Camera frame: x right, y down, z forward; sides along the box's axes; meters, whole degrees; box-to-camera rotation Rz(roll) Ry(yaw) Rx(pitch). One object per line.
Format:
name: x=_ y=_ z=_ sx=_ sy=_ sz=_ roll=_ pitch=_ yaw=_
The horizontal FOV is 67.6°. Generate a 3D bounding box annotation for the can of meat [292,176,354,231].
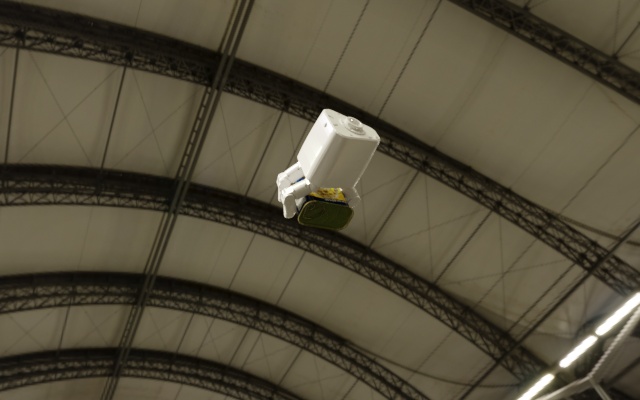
can of meat: x=0.000 y=0.003 z=0.884 sx=0.102 sy=0.057 sz=0.084 roll=10 pitch=35 yaw=-27
